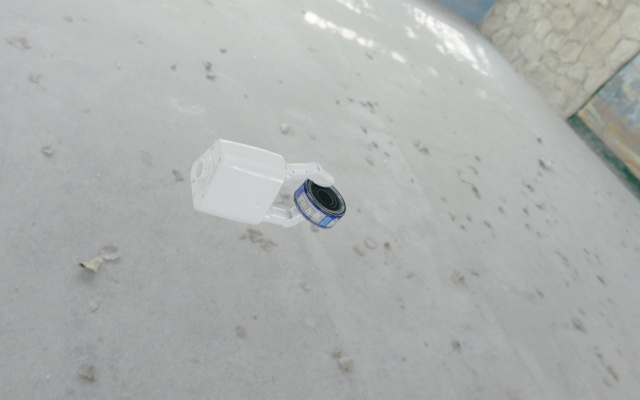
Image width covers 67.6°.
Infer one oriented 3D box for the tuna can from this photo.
[{"bbox_3d":[0.001,0.002,0.778,0.086,0.086,0.034,0,-39,-50],"label":"tuna can"}]
